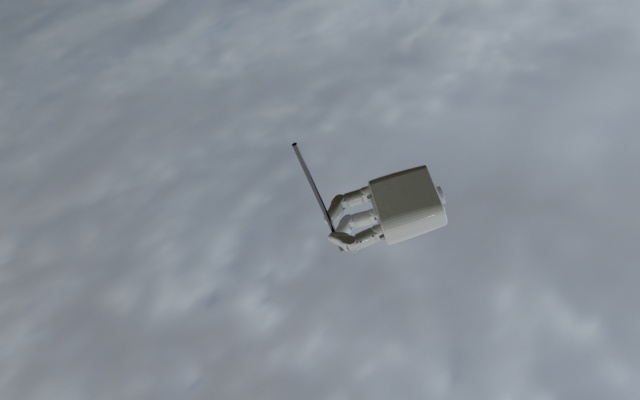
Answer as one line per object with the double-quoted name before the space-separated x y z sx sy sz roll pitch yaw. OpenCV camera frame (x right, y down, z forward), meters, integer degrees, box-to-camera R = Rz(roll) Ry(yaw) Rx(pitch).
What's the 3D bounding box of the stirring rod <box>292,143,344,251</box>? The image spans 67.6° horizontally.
"stirring rod" 0.000 0.002 0.775 0.011 0.240 0.011 -14 40 12
